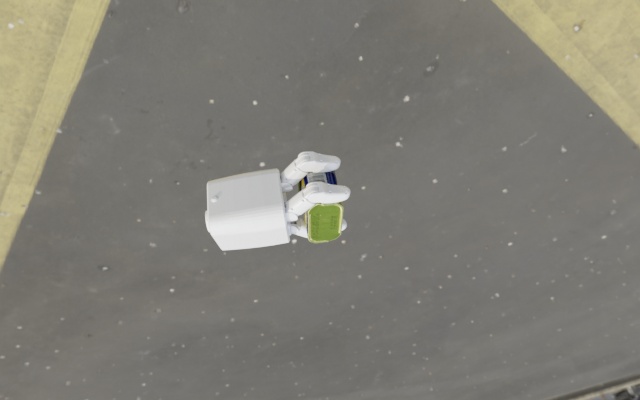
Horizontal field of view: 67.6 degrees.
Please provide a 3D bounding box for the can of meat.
[{"bbox_3d":[0.000,0.003,0.712,0.057,0.084,0.102,-7,-38,-6],"label":"can of meat"}]
